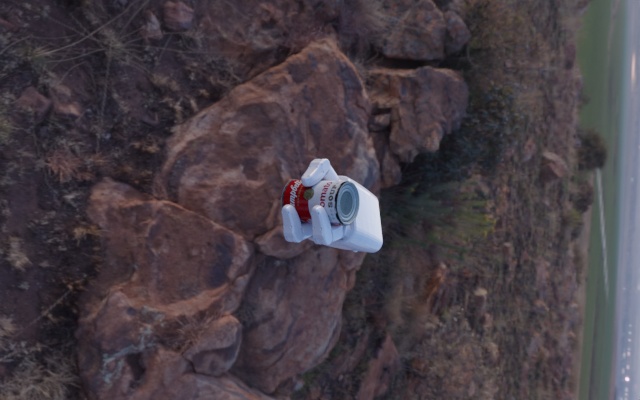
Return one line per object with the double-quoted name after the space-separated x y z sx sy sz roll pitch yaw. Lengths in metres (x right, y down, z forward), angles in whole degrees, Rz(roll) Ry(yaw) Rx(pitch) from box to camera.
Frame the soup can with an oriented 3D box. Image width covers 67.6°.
0.000 0.002 0.732 0.102 0.068 0.068 3 2 35 "soup can"
